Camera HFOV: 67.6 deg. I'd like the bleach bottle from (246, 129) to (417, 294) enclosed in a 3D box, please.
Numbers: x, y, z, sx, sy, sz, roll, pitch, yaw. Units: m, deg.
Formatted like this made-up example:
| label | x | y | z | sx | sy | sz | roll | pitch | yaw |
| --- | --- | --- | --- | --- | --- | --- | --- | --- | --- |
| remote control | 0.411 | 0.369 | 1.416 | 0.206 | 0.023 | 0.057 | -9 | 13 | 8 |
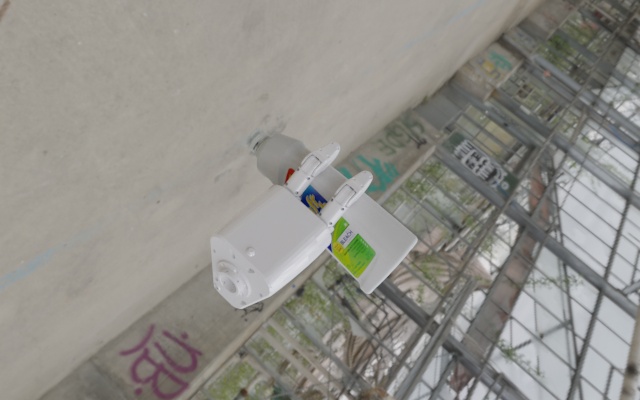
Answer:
| label | x | y | z | sx | sy | sz | roll | pitch | yaw |
| --- | --- | --- | --- | --- | --- | --- | --- | --- | --- |
| bleach bottle | 0.000 | 0.002 | 0.620 | 0.068 | 0.251 | 0.103 | -40 | -13 | -41 |
